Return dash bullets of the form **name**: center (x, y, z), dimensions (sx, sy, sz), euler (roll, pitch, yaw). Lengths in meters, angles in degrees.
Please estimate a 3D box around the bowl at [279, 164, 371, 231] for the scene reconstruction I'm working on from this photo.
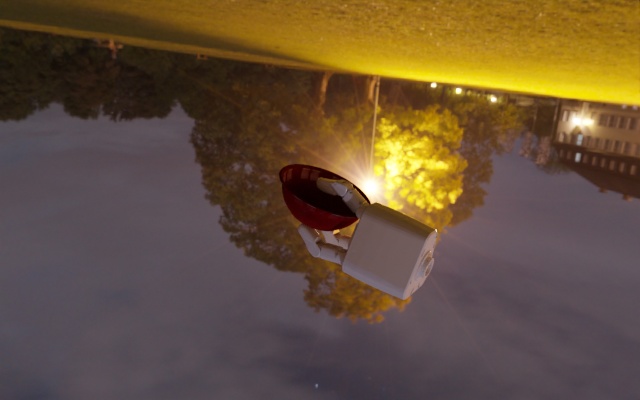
- **bowl**: center (-0.001, 0.002, 0.788), dimensions (0.162, 0.055, 0.162), euler (19, 25, -10)
